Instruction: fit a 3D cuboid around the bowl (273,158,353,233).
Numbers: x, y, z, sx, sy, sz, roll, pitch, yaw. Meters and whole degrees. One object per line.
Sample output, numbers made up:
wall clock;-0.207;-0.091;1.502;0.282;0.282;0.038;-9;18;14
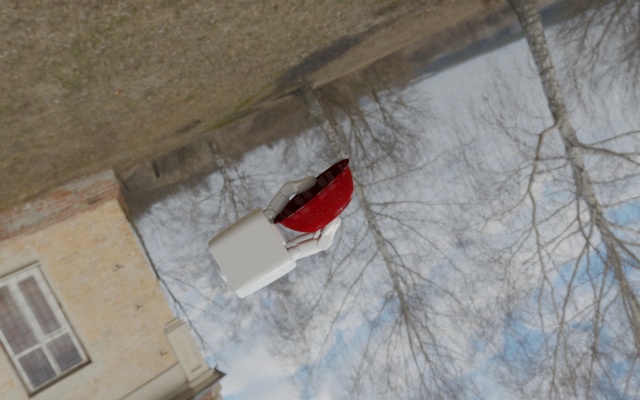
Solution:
bowl;0.001;0.002;0.785;0.162;0.055;0.162;-40;10;8
